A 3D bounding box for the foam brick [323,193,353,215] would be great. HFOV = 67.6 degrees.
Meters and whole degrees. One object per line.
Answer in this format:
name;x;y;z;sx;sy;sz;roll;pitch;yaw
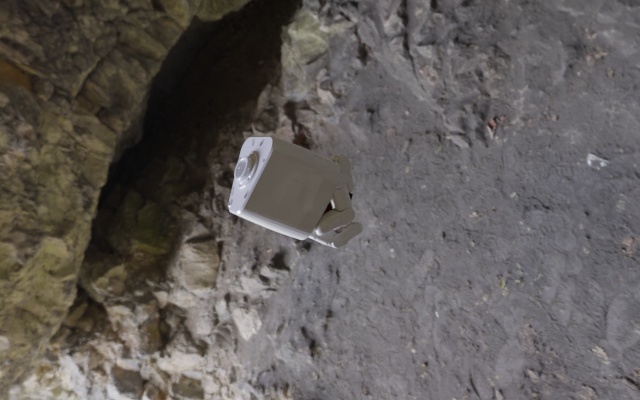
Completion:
foam brick;0.000;0.002;0.705;0.051;0.053;0.078;21;-5;-33
